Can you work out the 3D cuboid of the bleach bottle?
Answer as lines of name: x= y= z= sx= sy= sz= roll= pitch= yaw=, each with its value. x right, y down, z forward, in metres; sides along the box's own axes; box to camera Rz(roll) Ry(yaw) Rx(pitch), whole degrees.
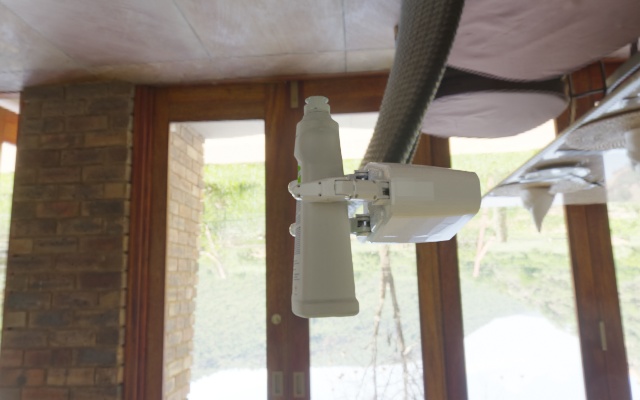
bleach bottle: x=0.000 y=0.002 z=0.544 sx=0.068 sy=0.250 sz=0.102 roll=0 pitch=-9 yaw=-11
